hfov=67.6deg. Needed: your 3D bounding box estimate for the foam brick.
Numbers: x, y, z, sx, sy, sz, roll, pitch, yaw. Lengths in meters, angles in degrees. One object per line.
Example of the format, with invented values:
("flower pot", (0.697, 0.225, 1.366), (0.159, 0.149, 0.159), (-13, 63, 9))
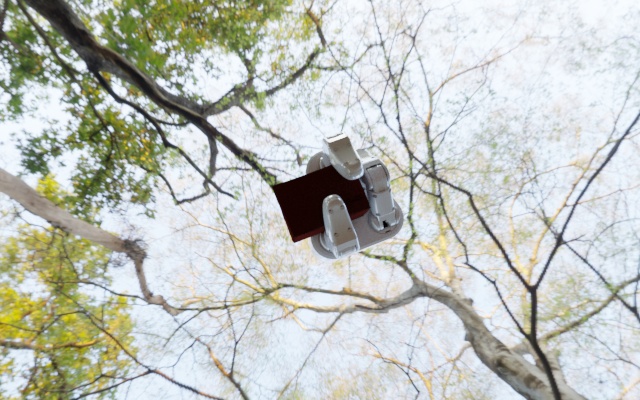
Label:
("foam brick", (0.000, 0.001, 0.451), (0.078, 0.053, 0.051), (-20, -8, -8))
